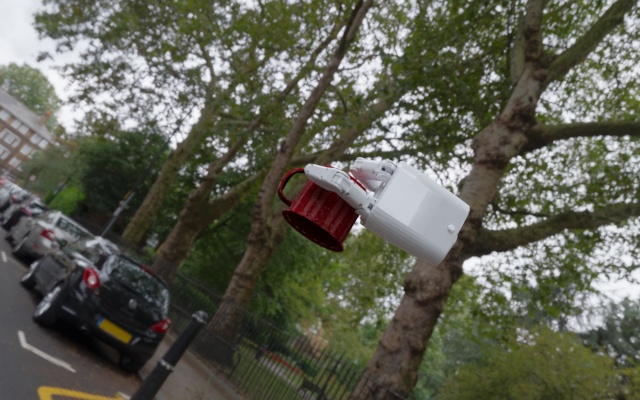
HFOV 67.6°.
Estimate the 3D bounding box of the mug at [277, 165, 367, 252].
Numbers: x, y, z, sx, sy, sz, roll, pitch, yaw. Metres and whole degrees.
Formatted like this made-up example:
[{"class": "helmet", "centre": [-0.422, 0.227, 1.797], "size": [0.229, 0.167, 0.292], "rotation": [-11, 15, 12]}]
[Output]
[{"class": "mug", "centre": [-0.001, 0.001, 0.625], "size": [0.117, 0.081, 0.093], "rotation": [33, -18, 1]}]
